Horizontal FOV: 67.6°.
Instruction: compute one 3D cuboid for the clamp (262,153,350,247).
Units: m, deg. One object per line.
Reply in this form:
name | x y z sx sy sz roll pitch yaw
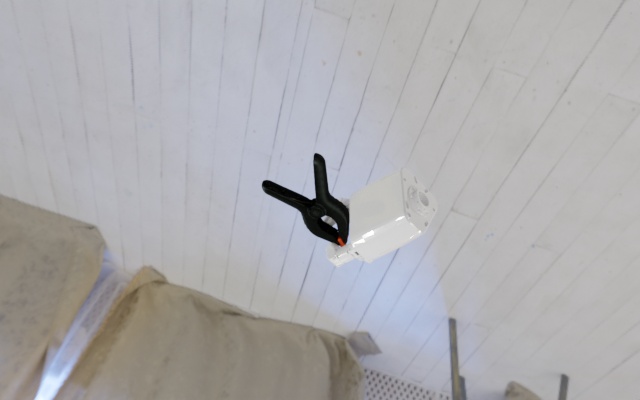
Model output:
clamp | 0.000 0.003 0.770 0.171 0.039 0.120 43 -50 -19
